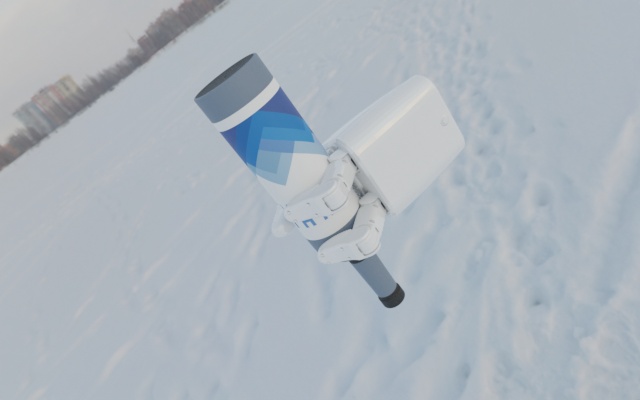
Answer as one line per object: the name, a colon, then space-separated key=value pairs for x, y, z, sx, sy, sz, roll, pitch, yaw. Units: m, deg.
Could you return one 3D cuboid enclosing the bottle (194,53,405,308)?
bottle: x=0.000 y=0.001 z=0.464 sx=0.069 sy=0.296 sz=0.069 roll=-30 pitch=26 yaw=16
